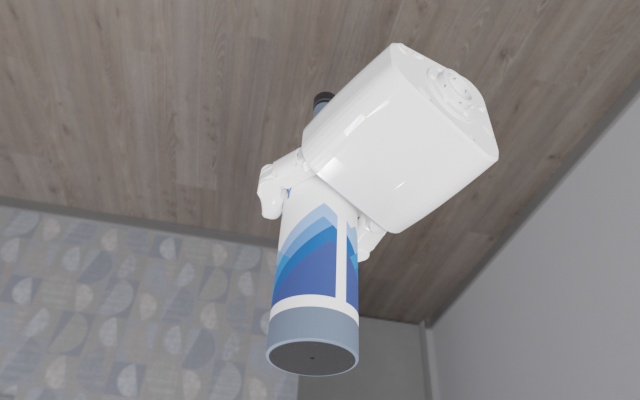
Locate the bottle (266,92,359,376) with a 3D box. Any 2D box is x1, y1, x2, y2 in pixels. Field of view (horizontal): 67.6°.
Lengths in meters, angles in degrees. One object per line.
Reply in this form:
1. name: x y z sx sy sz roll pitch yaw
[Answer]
1. bottle: 0.000 0.002 0.434 0.069 0.295 0.069 2 -40 2
